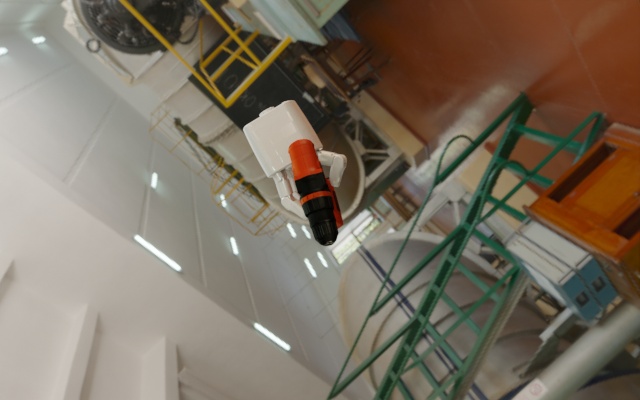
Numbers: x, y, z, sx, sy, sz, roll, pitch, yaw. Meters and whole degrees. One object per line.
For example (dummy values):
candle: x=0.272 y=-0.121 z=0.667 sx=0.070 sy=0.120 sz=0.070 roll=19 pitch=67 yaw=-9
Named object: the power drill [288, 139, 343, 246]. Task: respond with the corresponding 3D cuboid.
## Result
power drill: x=0.000 y=0.003 z=0.841 sx=0.057 sy=0.184 sz=0.188 roll=-15 pitch=-16 yaw=3
